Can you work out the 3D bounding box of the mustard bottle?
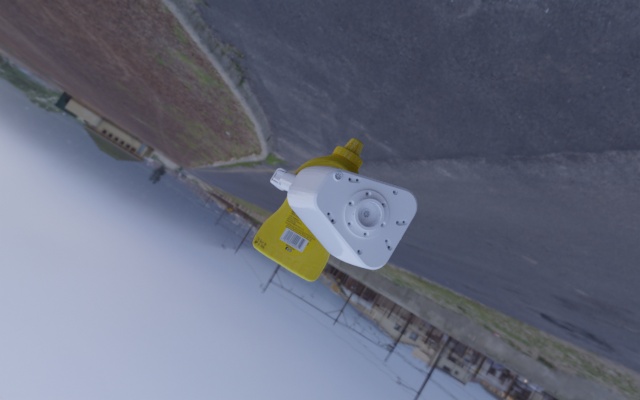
[{"bbox_3d":[0.000,0.002,0.625,0.096,0.191,0.058,30,-6,9],"label":"mustard bottle"}]
